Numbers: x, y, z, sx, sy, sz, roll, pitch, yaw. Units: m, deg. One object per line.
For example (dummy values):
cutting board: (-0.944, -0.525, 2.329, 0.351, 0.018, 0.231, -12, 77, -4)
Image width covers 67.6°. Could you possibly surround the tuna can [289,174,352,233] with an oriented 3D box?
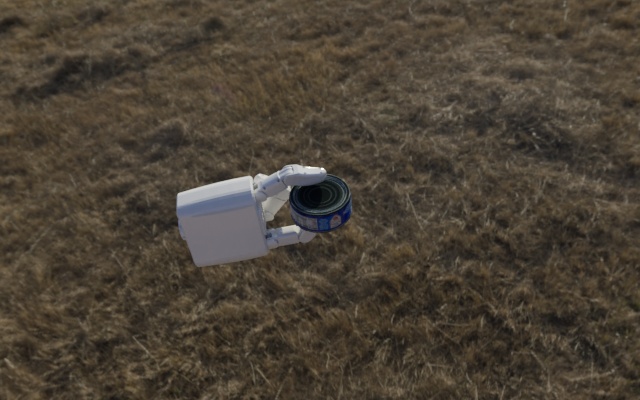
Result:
tuna can: (0.000, 0.002, 0.653, 0.086, 0.034, 0.086, -3, 43, 3)
